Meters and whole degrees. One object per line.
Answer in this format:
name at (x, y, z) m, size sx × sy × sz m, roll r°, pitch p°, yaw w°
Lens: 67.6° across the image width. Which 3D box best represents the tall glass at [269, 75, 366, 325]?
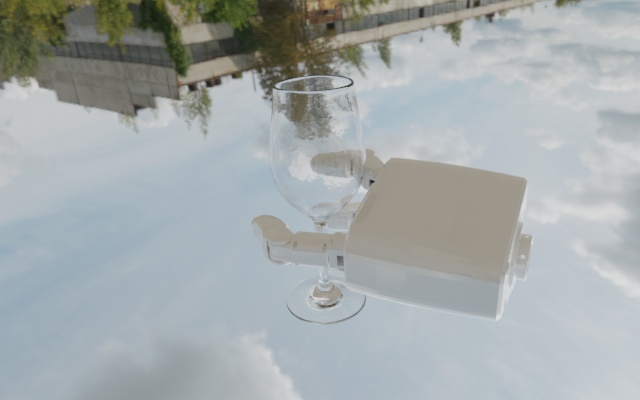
tall glass at (0.000, 0.002, 0.402) m, size 0.079 × 0.201 × 0.079 m, roll -3°, pitch 25°, yaw 1°
